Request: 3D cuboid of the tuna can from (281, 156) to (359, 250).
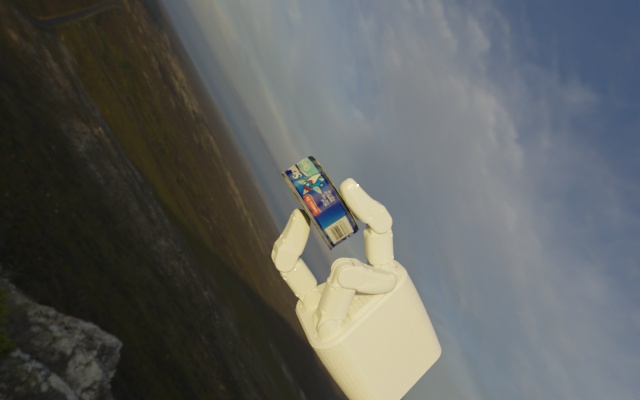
[{"bbox_3d":[0.001,0.001,0.445,0.034,0.086,0.086,-33,1,-2],"label":"tuna can"}]
